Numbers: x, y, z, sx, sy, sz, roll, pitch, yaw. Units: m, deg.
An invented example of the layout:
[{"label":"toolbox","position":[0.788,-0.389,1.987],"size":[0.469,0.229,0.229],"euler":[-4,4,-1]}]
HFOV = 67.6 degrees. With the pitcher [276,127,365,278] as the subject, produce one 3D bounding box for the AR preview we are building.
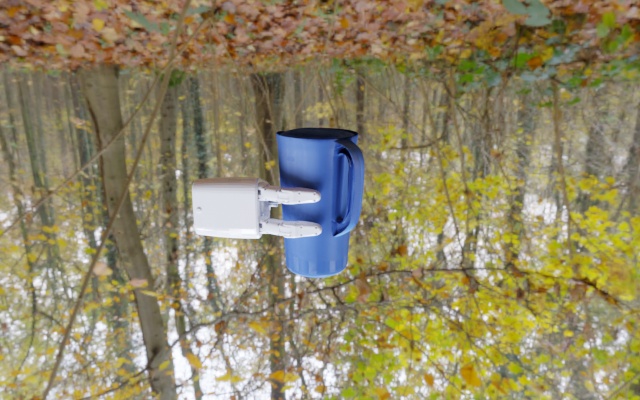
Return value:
[{"label":"pitcher","position":[0.000,0.003,0.794],"size":[0.145,0.243,0.149],"euler":[2,16,6]}]
